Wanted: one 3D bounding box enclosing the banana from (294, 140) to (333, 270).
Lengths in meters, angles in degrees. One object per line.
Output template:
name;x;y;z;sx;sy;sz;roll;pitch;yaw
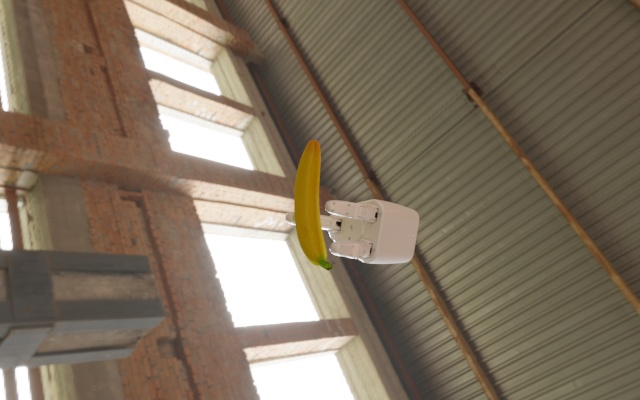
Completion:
banana;-0.011;0.012;0.701;0.037;0.197;0.070;8;-24;-40
